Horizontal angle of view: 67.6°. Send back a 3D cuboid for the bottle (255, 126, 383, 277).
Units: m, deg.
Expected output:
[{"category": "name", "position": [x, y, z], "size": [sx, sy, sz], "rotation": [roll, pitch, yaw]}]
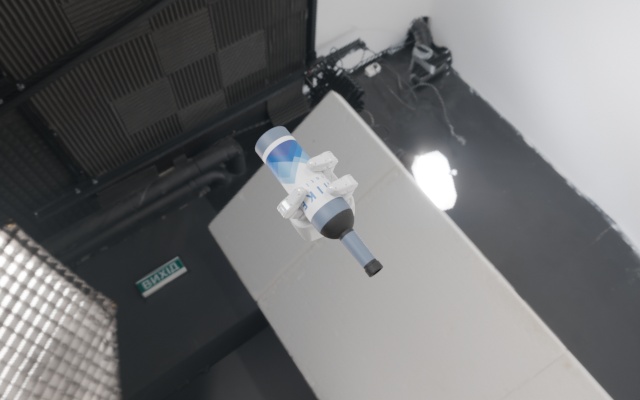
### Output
[{"category": "bottle", "position": [0.000, 0.002, 0.787], "size": [0.069, 0.295, 0.069], "rotation": [-34, -20, -14]}]
